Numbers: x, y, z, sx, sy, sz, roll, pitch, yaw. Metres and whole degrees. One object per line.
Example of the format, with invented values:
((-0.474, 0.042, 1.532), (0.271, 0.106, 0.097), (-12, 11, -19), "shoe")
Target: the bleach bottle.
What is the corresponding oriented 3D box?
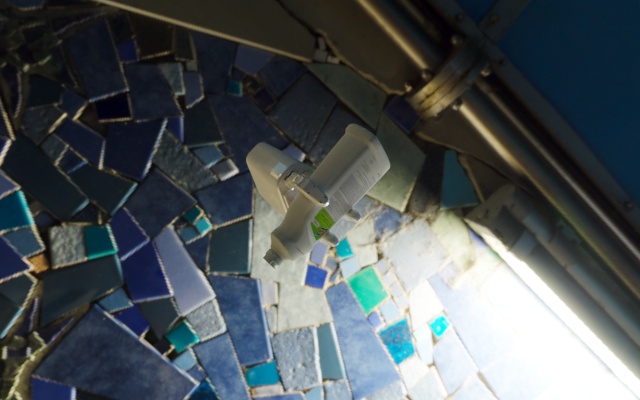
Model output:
((0.000, 0.003, 0.754), (0.068, 0.251, 0.103), (36, -10, 40), "bleach bottle")
